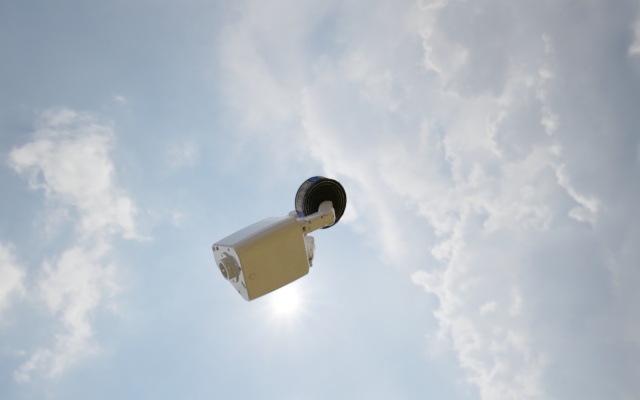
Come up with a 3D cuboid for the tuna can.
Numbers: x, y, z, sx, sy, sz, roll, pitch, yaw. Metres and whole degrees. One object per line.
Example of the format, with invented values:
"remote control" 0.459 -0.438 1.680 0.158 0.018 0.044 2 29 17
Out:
"tuna can" 0.000 0.002 0.794 0.086 0.086 0.033 0 12 -34
